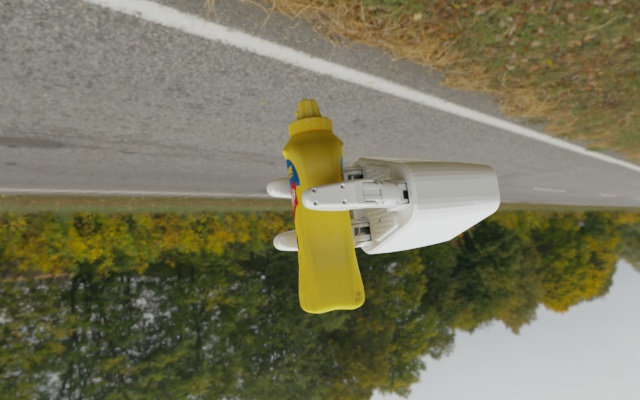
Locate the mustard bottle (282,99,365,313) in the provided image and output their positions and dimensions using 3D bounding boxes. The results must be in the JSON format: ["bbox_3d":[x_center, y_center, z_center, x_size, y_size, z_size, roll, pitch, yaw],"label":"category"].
[{"bbox_3d":[0.000,0.002,0.438,0.058,0.191,0.096,-7,-6,-2],"label":"mustard bottle"}]
